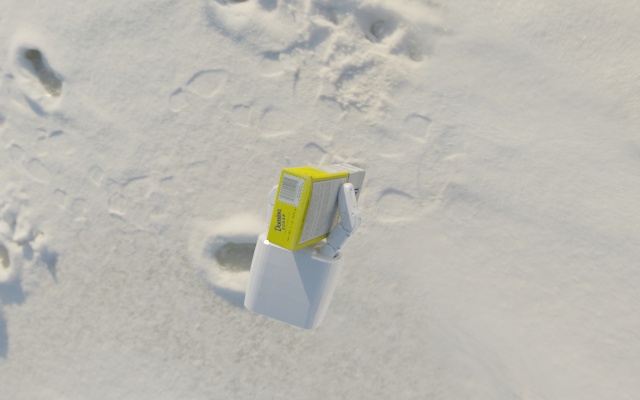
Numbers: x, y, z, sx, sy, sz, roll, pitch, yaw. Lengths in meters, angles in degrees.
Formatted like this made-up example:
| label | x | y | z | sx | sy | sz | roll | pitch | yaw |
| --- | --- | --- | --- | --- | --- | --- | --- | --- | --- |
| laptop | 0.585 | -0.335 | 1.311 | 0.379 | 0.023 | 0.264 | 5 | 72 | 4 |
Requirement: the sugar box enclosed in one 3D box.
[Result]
| label | x | y | z | sx | sy | sz | roll | pitch | yaw |
| --- | --- | --- | --- | --- | --- | --- | --- | --- | --- |
| sugar box | 0.000 | 0.002 | 0.627 | 0.048 | 0.093 | 0.176 | 19 | 13 | 21 |
